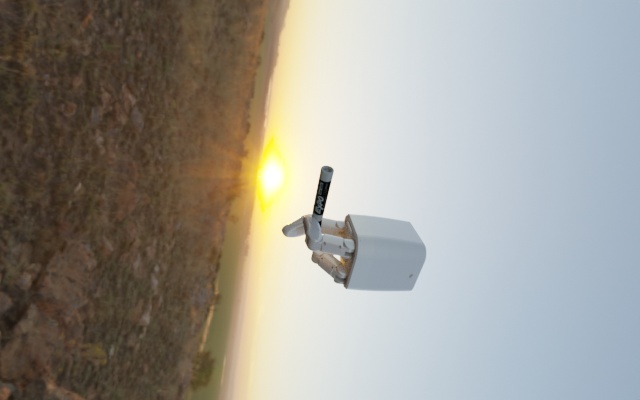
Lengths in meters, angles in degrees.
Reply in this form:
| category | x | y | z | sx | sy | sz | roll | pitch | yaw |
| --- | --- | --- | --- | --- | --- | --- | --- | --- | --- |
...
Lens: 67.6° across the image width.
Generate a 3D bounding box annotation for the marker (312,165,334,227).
| category | x | y | z | sx | sy | sz | roll | pitch | yaw |
| --- | --- | --- | --- | --- | --- | --- | --- | --- | --- |
| marker | 0.000 | 0.002 | 0.698 | 0.020 | 0.121 | 0.020 | 7 | 40 | -6 |
